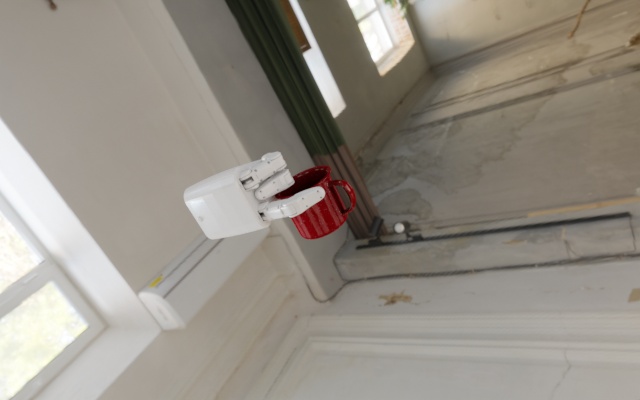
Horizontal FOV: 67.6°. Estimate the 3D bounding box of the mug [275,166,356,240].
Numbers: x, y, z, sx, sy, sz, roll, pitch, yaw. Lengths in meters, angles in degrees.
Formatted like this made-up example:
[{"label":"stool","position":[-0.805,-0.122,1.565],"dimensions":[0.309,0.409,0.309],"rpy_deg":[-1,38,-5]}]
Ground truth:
[{"label":"mug","position":[0.001,0.002,0.719],"dimensions":[0.117,0.081,0.093],"rpy_deg":[-15,24,29]}]
